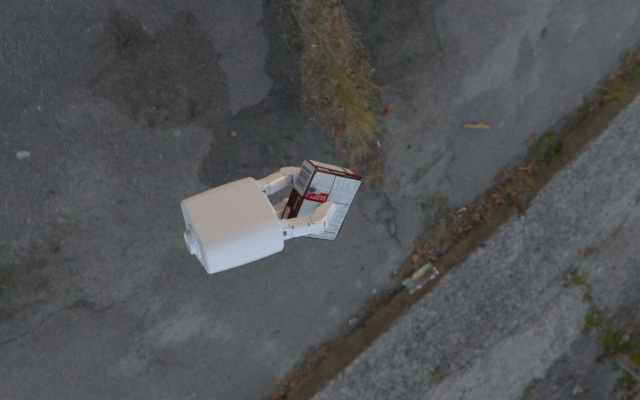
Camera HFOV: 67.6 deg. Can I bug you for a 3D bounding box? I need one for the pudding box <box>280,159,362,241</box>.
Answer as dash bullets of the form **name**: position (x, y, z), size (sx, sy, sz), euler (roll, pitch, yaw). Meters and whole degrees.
- **pudding box**: position (0.000, 0.002, 0.712), size (0.090, 0.113, 0.039), euler (10, 24, -36)
